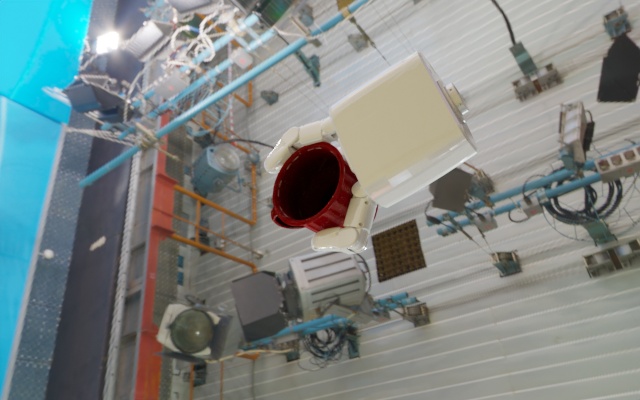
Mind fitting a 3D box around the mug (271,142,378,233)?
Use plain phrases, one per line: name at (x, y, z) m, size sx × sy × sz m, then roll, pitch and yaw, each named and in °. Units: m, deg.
mug at (-0.001, 0.003, 0.519) m, size 0.117 × 0.093 × 0.081 m, roll -31°, pitch -38°, yaw 25°
